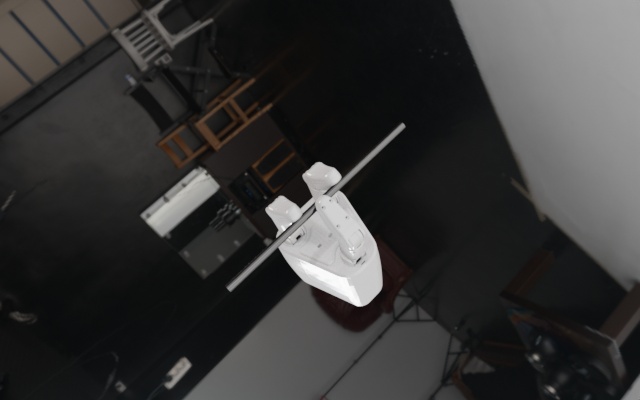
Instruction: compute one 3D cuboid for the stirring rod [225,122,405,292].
[{"bbox_3d":[0.000,0.002,0.467,0.239,0.011,0.011,-43,13,-14],"label":"stirring rod"}]
